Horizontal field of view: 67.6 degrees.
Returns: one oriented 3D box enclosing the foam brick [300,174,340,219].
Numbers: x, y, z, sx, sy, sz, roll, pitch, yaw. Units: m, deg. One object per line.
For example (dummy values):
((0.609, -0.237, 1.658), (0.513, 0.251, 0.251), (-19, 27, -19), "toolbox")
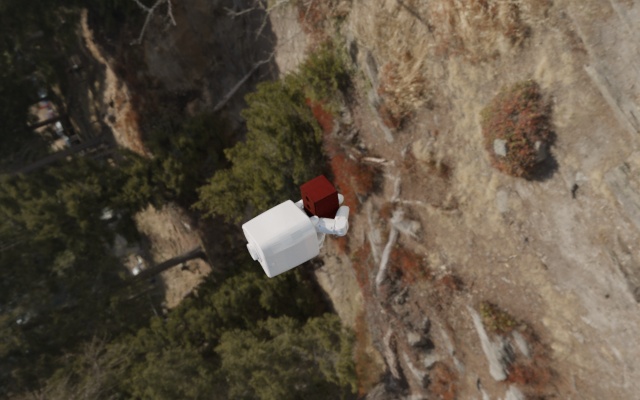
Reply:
((0.000, 0.003, 0.882), (0.051, 0.078, 0.053), (-26, 50, -16), "foam brick")
